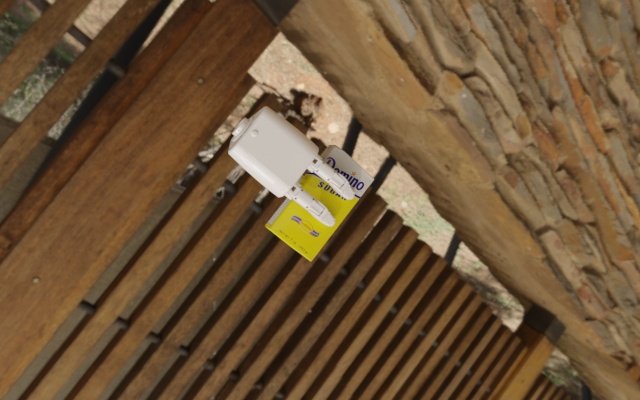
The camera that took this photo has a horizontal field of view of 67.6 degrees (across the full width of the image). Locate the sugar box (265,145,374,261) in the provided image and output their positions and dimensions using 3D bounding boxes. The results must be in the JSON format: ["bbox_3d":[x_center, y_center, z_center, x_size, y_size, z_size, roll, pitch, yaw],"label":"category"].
[{"bbox_3d":[0.000,0.003,0.794,0.093,0.176,0.048,39,-5,-17],"label":"sugar box"}]
